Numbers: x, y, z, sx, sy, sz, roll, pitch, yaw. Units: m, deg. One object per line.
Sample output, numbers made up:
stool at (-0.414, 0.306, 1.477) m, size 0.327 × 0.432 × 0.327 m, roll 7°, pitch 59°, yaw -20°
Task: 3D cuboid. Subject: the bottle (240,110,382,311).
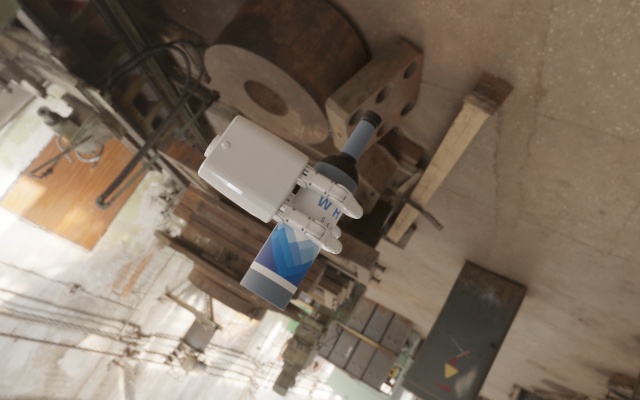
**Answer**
bottle at (0.000, 0.002, 0.644) m, size 0.069 × 0.295 × 0.069 m, roll 30°, pitch -13°, yaw 8°
